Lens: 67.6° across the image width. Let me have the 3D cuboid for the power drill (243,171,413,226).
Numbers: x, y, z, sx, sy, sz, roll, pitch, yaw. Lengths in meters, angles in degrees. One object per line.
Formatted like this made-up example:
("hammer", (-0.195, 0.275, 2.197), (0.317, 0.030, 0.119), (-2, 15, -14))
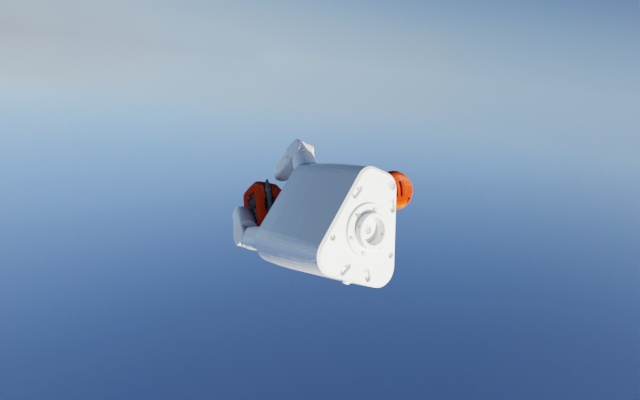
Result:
("power drill", (0.000, 0.002, 0.611), (0.187, 0.057, 0.184), (-7, -6, -17))
